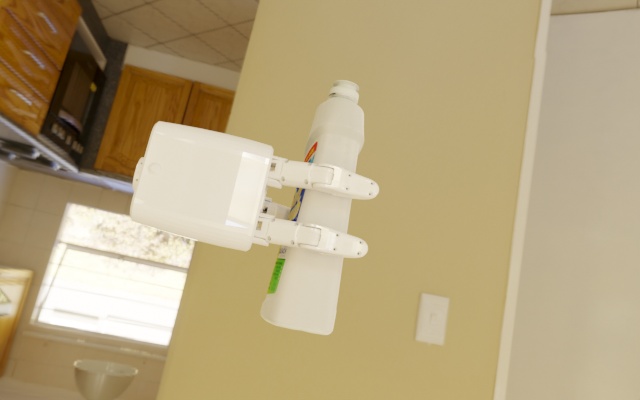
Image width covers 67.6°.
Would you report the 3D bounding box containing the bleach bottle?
[{"bbox_3d":[0.000,0.002,0.486,0.068,0.250,0.102,14,-11,-10],"label":"bleach bottle"}]
